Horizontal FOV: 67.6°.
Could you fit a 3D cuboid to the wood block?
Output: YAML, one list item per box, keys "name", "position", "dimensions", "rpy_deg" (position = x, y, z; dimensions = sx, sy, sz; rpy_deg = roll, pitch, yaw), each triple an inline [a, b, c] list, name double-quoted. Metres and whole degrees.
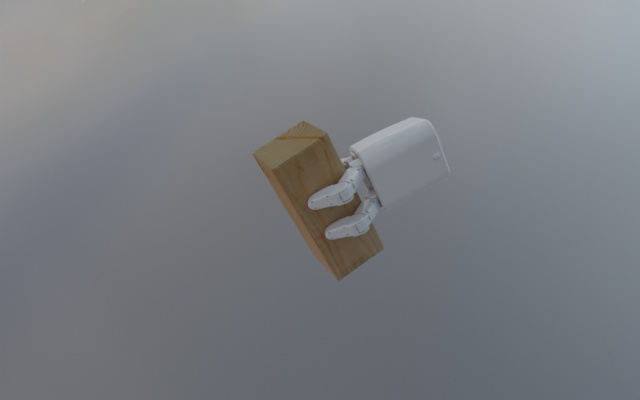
- name: "wood block"
  position: [0.000, 0.002, 0.689]
  dimensions: [0.090, 0.206, 0.090]
  rpy_deg: [-34, 30, -9]
